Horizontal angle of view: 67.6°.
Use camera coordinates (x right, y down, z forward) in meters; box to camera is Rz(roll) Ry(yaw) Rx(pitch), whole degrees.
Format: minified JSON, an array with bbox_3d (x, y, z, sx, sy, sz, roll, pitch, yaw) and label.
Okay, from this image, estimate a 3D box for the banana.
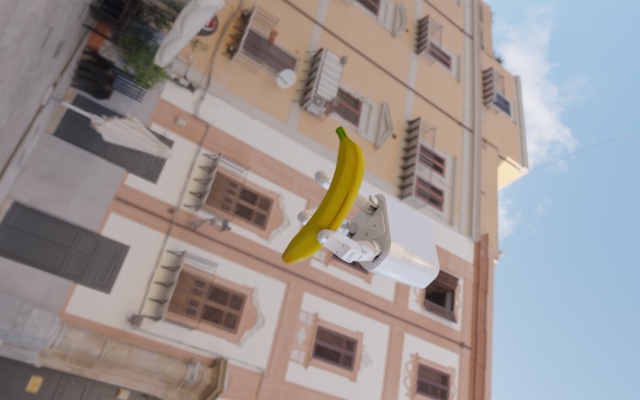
[{"bbox_3d":[0.011,0.004,0.620,0.037,0.198,0.069,23,4,-34],"label":"banana"}]
